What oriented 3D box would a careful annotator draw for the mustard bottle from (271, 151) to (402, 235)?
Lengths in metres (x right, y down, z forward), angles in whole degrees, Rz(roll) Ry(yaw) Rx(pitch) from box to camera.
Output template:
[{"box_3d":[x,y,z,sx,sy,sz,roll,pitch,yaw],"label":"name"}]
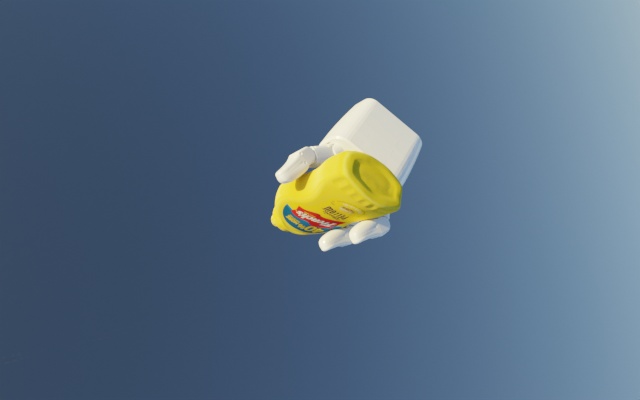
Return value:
[{"box_3d":[0.000,0.002,0.590,0.096,0.058,0.192,27,-31,-32],"label":"mustard bottle"}]
